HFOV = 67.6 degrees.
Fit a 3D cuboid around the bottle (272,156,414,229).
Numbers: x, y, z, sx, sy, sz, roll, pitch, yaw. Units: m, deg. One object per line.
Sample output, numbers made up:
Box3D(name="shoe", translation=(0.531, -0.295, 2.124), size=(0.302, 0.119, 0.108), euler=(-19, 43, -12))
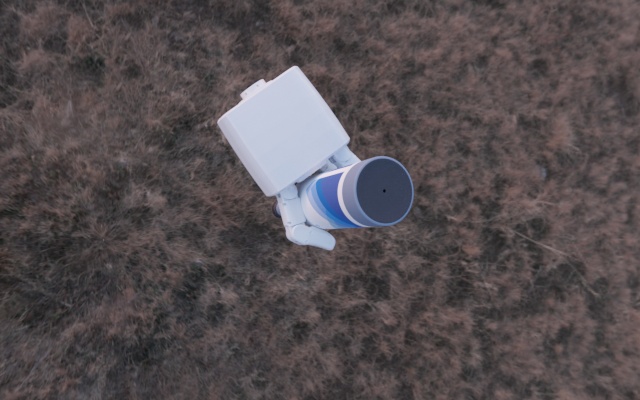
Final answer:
Box3D(name="bottle", translation=(0.000, 0.002, 0.583), size=(0.069, 0.069, 0.296), euler=(0, -4, -24))
